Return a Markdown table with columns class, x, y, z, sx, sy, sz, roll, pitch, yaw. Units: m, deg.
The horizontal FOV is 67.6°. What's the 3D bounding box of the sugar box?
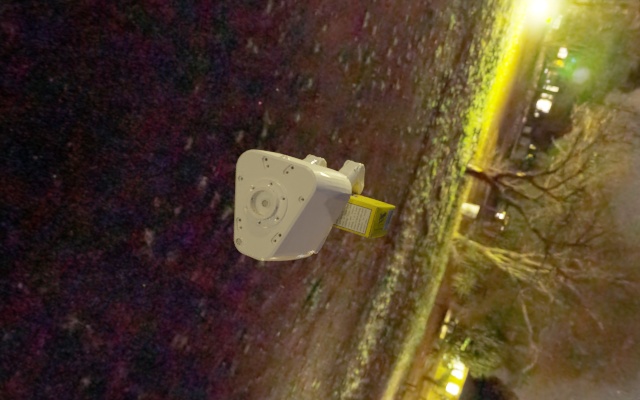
| class | x | y | z | sx | sy | sz | roll | pitch | yaw |
| --- | --- | --- | --- | --- | --- | --- | --- | --- | --- |
| sugar box | 0.000 | 0.002 | 0.622 | 0.176 | 0.048 | 0.093 | 19 | 6 | 20 |
